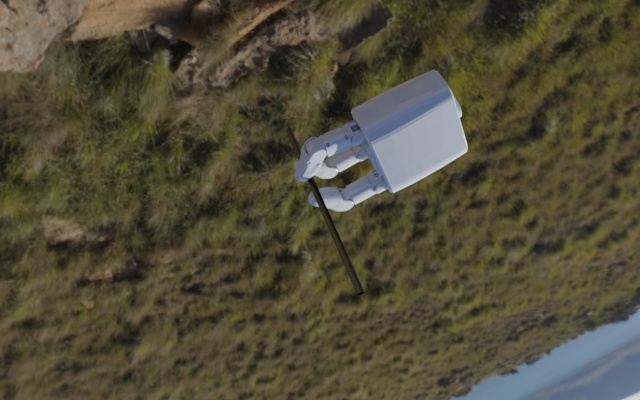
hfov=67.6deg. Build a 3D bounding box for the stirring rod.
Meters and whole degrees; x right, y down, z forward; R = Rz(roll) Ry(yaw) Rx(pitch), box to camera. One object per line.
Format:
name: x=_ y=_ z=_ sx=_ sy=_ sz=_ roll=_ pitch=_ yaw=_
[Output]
stirring rod: x=0.000 y=0.002 z=0.550 sx=0.011 sy=0.239 sz=0.011 roll=-17 pitch=-33 yaw=-11
